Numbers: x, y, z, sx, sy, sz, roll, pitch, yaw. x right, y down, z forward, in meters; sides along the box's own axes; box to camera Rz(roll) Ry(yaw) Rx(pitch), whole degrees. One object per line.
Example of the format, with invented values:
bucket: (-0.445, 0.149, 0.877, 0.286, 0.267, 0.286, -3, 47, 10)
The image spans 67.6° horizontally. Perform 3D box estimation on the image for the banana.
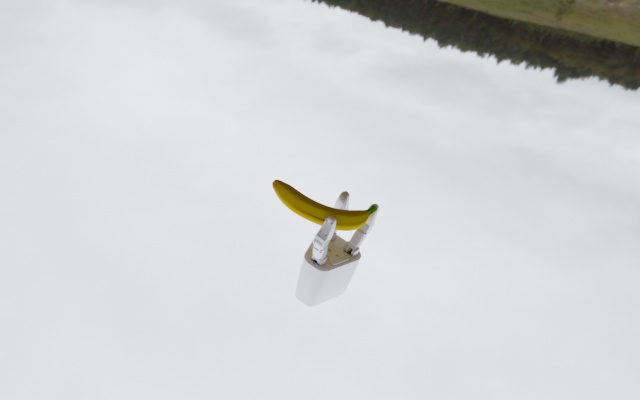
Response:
banana: (0.000, 0.014, 0.856, 0.198, 0.037, 0.069, 17, 37, 2)
